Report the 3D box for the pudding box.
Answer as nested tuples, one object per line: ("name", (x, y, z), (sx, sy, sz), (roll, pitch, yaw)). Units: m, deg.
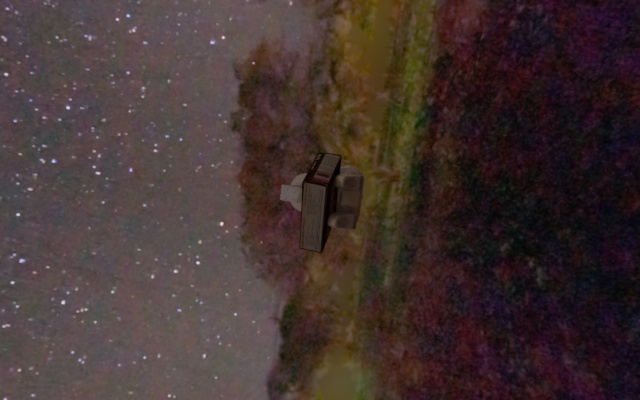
("pudding box", (0.000, 0.002, 0.666), (0.039, 0.114, 0.090), (8, 33, 9))
